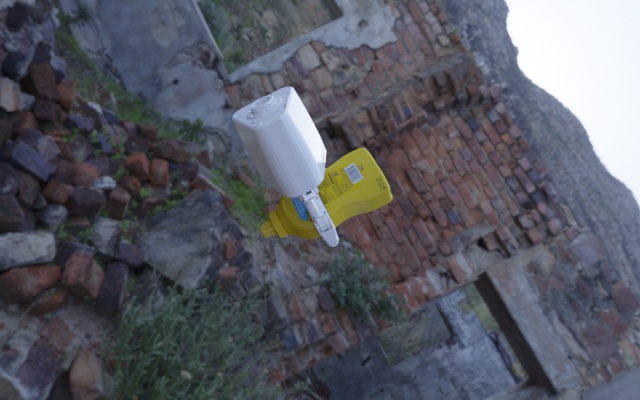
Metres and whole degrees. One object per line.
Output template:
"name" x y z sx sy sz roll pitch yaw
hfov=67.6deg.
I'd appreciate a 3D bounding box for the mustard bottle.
"mustard bottle" 0.000 0.002 0.694 0.191 0.096 0.058 -27 -36 1
